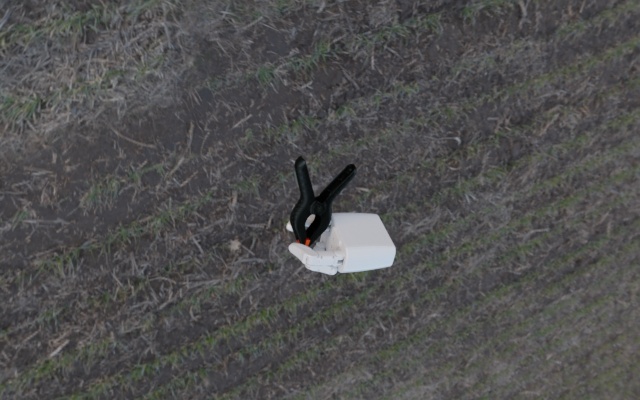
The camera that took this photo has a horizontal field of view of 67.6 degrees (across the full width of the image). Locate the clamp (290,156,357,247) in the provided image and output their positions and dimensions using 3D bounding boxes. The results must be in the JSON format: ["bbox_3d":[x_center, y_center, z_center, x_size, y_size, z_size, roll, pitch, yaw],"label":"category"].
[{"bbox_3d":[0.000,0.003,0.842,0.120,0.171,0.039,-1,28,-23],"label":"clamp"}]
